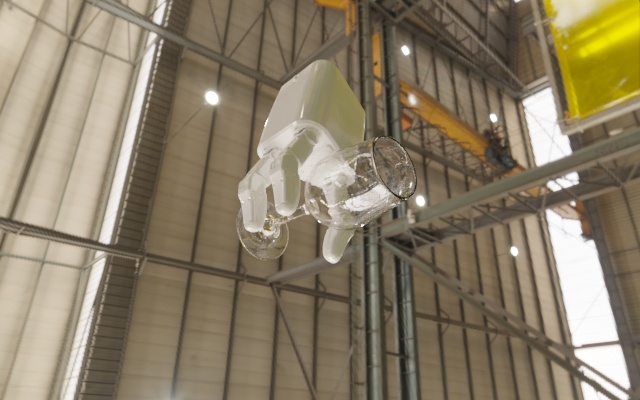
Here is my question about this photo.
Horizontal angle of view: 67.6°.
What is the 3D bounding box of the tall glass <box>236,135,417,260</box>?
[{"bbox_3d":[0.000,0.002,0.492,0.079,0.079,0.201,0,-19,-45],"label":"tall glass"}]
